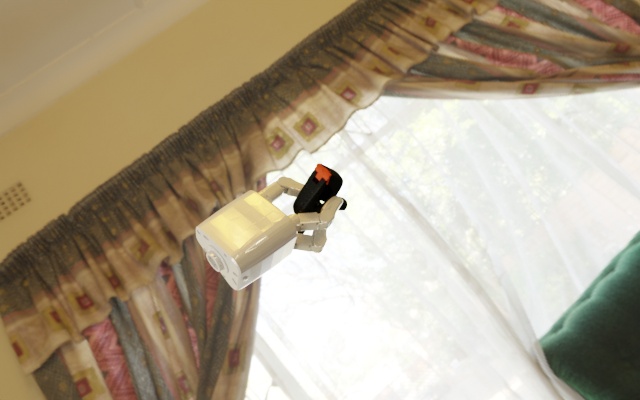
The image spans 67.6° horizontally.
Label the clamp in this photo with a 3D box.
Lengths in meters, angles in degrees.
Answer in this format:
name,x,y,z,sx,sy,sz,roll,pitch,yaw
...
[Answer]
name,x,y,z,sx,sy,sz,roll,pitch,yaw
clamp,-0.001,0.002,0.773,0.164,0.036,0.210,-36,-19,-29
